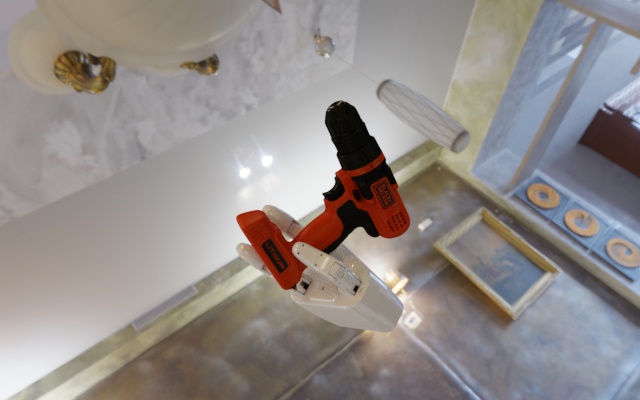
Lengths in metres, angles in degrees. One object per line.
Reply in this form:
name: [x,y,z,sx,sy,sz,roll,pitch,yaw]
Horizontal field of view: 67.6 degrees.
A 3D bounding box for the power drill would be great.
power drill: [0.000,0.002,0.557,0.187,0.184,0.057,-32,22,-6]
